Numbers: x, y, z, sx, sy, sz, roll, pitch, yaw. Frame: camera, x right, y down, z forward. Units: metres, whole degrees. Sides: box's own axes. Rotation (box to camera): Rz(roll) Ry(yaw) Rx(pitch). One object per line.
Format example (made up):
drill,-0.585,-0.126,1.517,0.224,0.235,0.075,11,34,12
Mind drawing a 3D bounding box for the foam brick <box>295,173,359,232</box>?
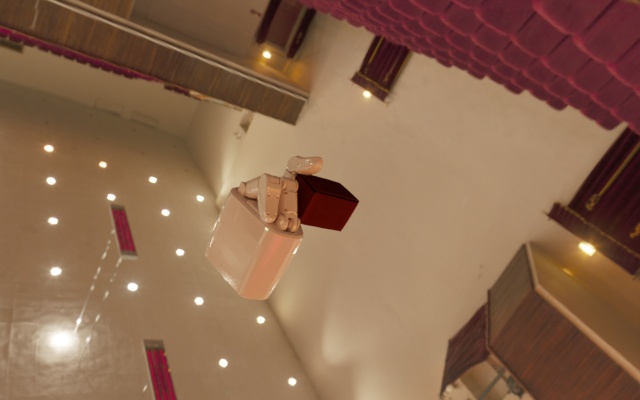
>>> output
foam brick,0.000,0.002,0.641,0.078,0.051,0.053,13,23,-37
